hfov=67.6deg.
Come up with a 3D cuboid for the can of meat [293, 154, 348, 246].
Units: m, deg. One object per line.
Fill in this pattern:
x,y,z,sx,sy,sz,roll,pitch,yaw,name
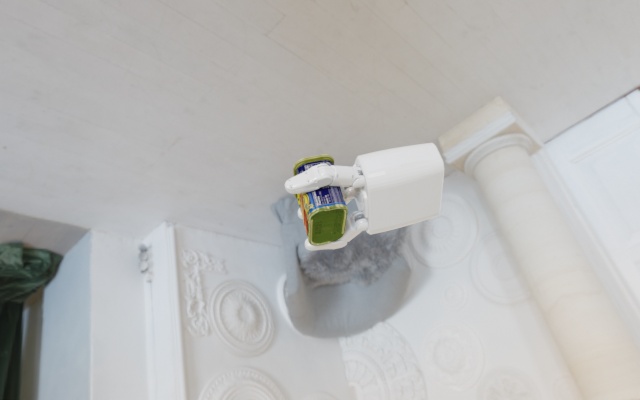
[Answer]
0.000,0.002,0.652,0.057,0.084,0.102,-11,-31,-9,can of meat
